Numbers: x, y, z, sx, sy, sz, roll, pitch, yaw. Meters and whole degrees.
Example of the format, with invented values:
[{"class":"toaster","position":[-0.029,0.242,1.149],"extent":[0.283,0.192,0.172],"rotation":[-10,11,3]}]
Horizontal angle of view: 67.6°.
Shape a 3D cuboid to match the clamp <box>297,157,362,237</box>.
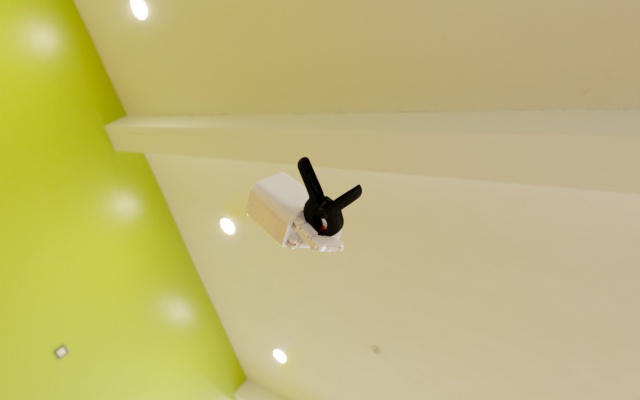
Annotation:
[{"class":"clamp","position":[0.001,0.003,0.829],"extent":[0.120,0.172,0.039],"rotation":[39,50,16]}]
